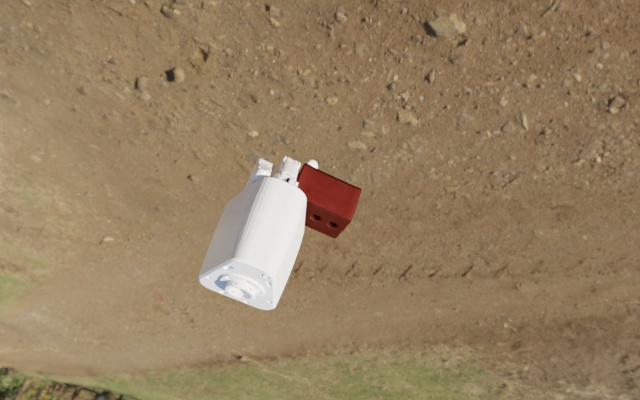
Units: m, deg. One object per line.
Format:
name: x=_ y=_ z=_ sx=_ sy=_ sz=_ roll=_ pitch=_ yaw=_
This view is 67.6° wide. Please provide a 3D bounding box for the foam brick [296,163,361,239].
foam brick: x=0.000 y=0.002 z=0.578 sx=0.078 sy=0.051 sz=0.053 roll=24 pitch=-36 yaw=-9
